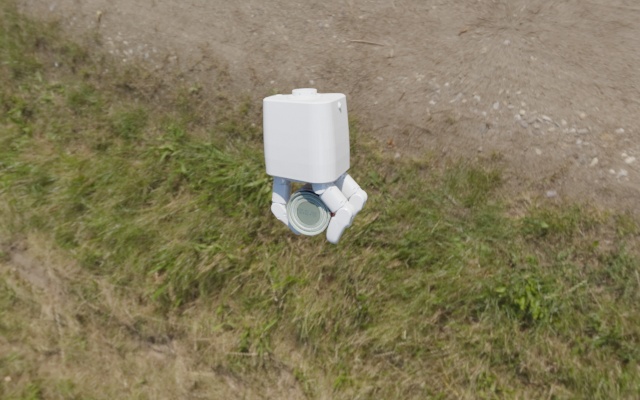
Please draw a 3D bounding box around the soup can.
[{"bbox_3d":[0.000,0.003,0.698,0.068,0.068,0.102,0,19,22],"label":"soup can"}]
